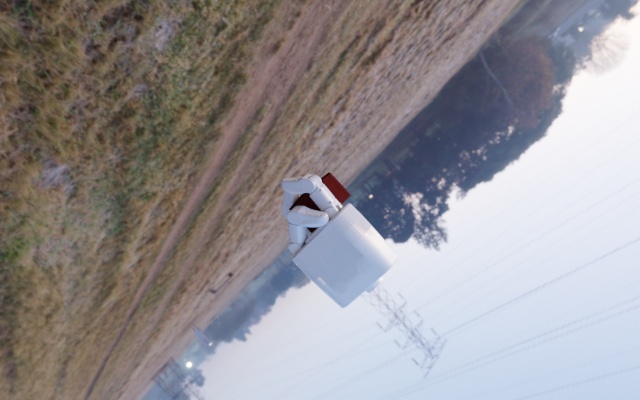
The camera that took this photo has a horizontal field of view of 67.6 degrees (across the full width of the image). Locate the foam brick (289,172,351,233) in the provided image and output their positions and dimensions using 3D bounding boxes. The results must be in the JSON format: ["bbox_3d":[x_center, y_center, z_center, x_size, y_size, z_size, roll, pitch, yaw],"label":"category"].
[{"bbox_3d":[0.000,0.002,0.731,0.053,0.051,0.078,-47,-4,36],"label":"foam brick"}]
